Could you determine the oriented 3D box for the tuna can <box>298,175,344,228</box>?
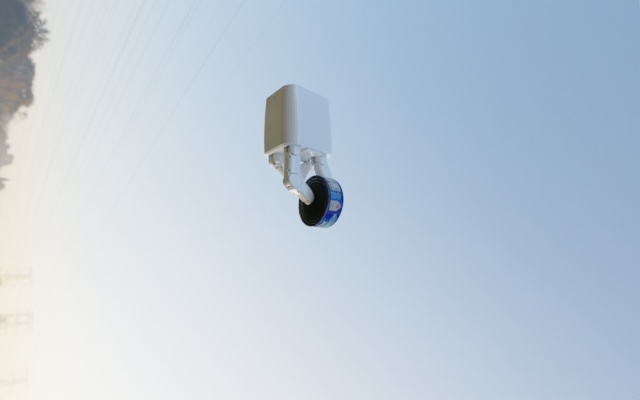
[{"bbox_3d":[0.001,0.003,0.791,0.034,0.086,0.086,10,-6,-35],"label":"tuna can"}]
